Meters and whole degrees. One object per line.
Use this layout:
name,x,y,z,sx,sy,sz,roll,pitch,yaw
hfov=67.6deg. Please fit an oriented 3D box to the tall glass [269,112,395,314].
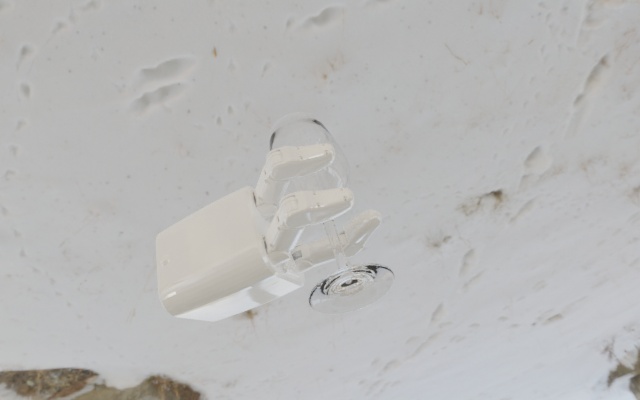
tall glass,0.000,0.002,0.455,0.079,0.201,0.079,-11,-39,-10
